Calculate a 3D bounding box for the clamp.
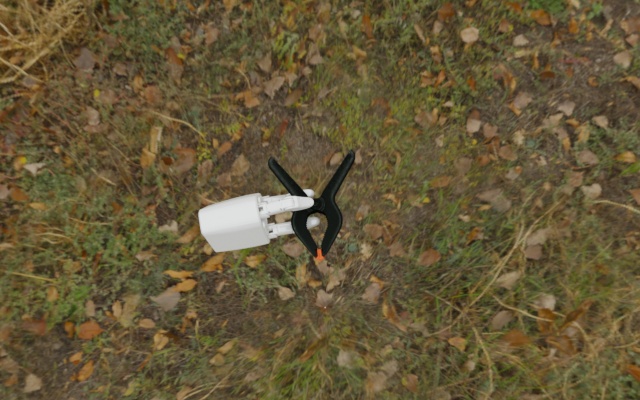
[{"bbox_3d":[0.000,0.003,0.882,0.164,0.210,0.036,-12,-12,0],"label":"clamp"}]
